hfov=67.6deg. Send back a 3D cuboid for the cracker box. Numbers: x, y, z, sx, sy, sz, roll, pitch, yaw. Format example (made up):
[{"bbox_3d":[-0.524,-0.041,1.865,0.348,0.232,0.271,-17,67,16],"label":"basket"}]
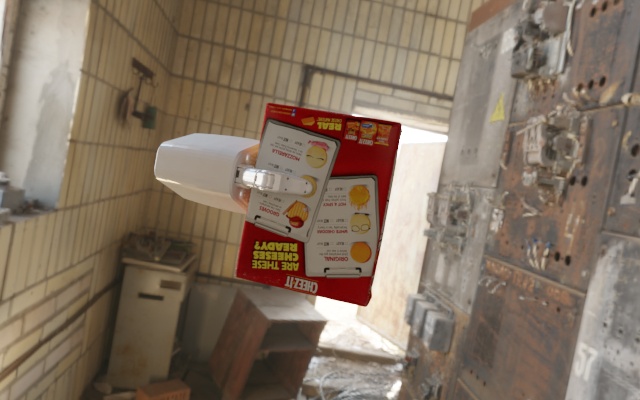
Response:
[{"bbox_3d":[0.000,0.002,0.580,0.164,0.213,0.072,11,2,13],"label":"cracker box"}]
